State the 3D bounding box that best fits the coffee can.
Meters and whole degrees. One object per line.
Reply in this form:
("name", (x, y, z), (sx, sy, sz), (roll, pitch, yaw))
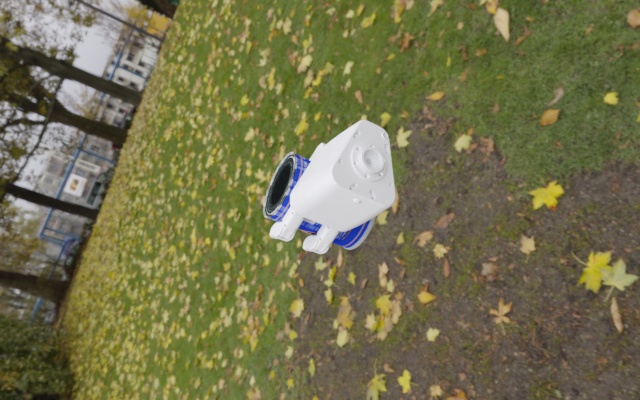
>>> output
("coffee can", (0.000, 0.002, 0.709), (0.140, 0.103, 0.103), (22, -8, -20))
